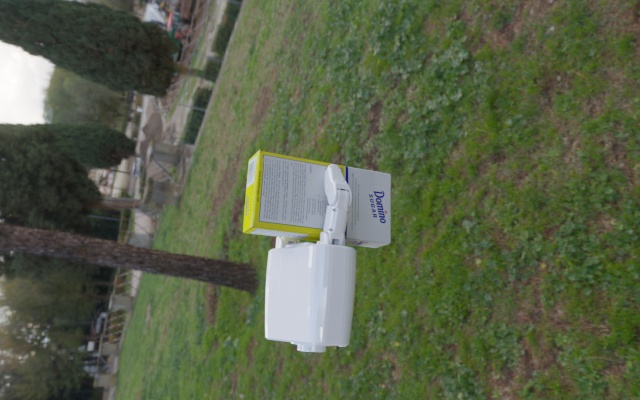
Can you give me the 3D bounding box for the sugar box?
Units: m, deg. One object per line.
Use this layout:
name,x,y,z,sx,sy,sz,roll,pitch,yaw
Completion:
sugar box,0.000,0.002,0.577,0.176,0.093,0.048,10,-17,-24
